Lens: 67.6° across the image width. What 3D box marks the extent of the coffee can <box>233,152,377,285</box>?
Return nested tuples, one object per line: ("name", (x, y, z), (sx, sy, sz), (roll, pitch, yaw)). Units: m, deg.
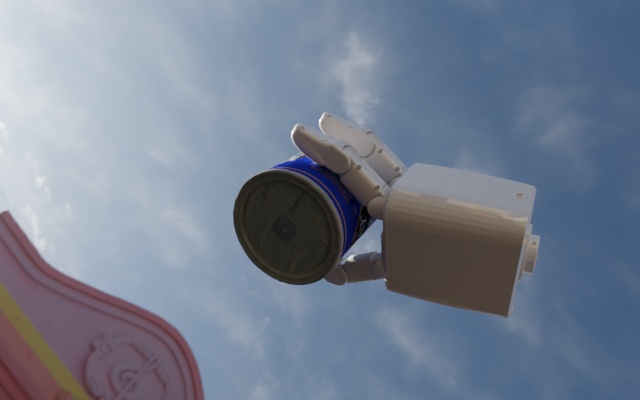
("coffee can", (0.000, 0.002, 0.451), (0.103, 0.103, 0.140), (0, 20, 28))
